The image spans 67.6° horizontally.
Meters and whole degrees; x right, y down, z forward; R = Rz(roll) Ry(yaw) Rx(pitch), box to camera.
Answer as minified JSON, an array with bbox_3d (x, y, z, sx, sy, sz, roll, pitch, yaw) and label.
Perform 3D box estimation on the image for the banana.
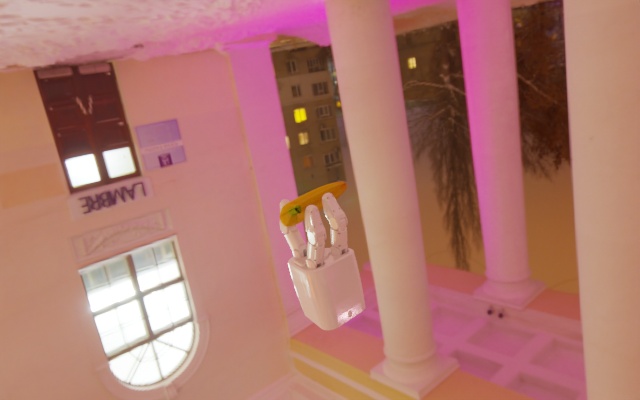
[{"bbox_3d":[-0.017,0.008,0.793,0.069,0.037,0.197,-16,8,27],"label":"banana"}]
